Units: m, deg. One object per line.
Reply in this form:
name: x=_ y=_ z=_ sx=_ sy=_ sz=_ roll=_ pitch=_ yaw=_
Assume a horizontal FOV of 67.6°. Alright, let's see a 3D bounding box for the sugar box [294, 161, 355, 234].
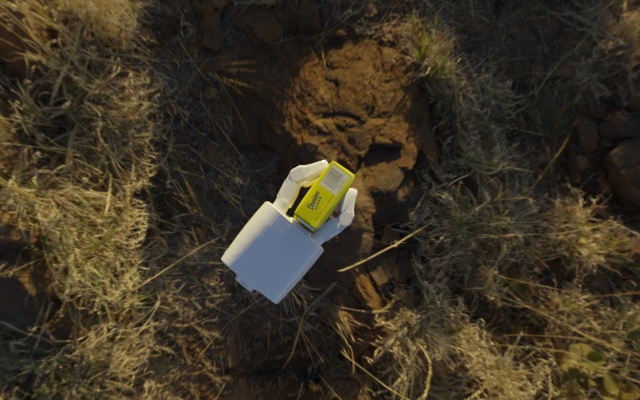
sugar box: x=0.000 y=0.002 z=0.728 sx=0.048 sy=0.093 sz=0.176 roll=37 pitch=-8 yaw=-1
